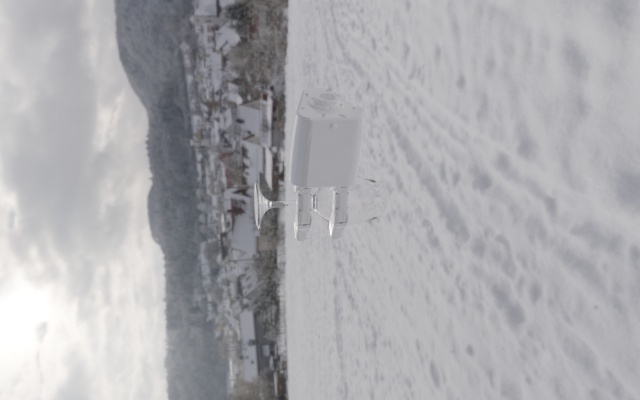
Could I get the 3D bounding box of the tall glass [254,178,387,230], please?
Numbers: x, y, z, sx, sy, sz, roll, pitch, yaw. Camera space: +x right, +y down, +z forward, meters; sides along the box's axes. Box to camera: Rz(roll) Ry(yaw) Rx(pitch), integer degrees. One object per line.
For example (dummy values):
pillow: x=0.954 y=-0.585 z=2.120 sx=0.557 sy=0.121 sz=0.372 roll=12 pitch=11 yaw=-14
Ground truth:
tall glass: x=-0.001 y=0.003 z=0.751 sx=0.201 sy=0.079 sz=0.079 roll=-3 pitch=1 yaw=-13
